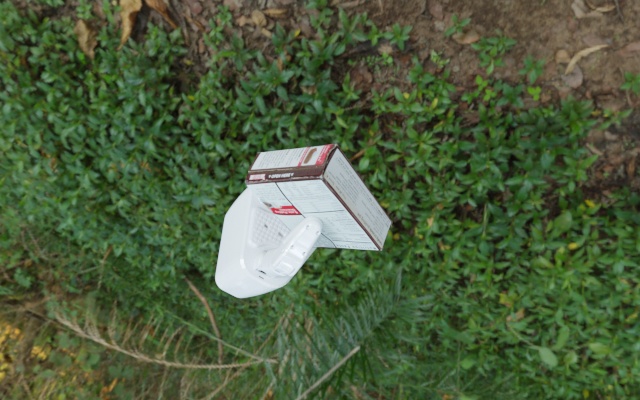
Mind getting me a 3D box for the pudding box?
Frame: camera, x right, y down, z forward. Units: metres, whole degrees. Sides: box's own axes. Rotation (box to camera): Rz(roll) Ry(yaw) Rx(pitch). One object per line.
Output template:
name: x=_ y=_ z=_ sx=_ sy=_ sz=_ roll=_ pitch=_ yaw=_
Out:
pudding box: x=0.000 y=0.002 z=0.430 sx=0.090 sy=0.039 sz=0.113 roll=-2 pitch=-36 yaw=37
